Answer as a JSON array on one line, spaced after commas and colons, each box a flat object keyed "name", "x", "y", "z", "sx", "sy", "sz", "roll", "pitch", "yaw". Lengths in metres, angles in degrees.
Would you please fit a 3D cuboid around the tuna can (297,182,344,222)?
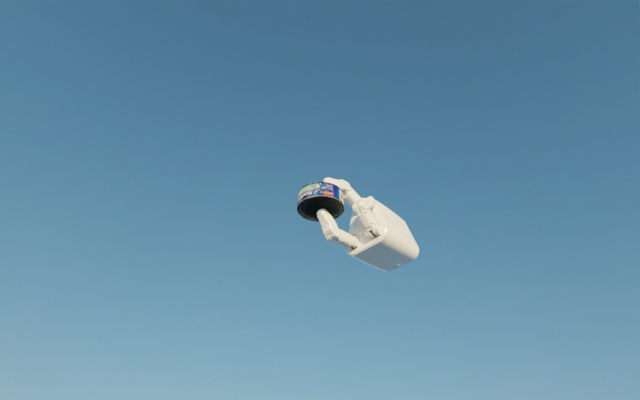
[{"name": "tuna can", "x": 0.000, "y": 0.002, "z": 0.867, "sx": 0.086, "sy": 0.033, "sz": 0.086, "roll": -1, "pitch": -34, "yaw": 0}]
